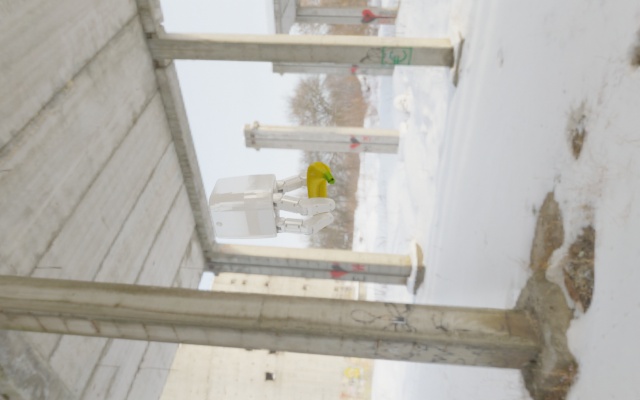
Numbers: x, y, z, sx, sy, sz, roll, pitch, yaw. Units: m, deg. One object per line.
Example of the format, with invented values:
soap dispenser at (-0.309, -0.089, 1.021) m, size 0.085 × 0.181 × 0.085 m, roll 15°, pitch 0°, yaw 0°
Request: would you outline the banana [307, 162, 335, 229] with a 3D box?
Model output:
banana at (-0.003, -0.015, 0.835) m, size 0.037 × 0.069 × 0.198 m, roll -9°, pitch -24°, yaw -6°
